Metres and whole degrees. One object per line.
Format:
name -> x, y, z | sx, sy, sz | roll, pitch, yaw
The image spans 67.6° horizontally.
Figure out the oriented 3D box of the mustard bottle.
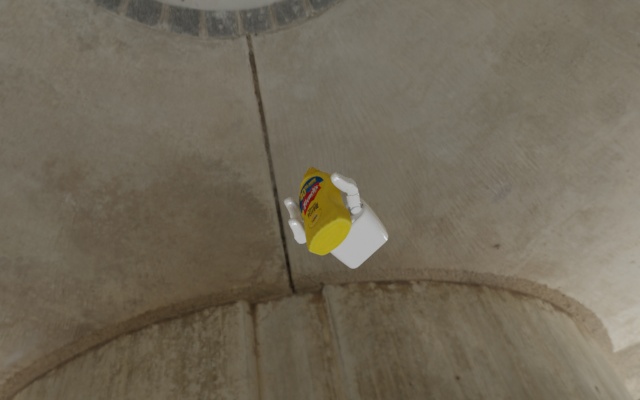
mustard bottle -> 0.000, 0.003, 0.897 | 0.058, 0.096, 0.191 | 20, 34, -29
